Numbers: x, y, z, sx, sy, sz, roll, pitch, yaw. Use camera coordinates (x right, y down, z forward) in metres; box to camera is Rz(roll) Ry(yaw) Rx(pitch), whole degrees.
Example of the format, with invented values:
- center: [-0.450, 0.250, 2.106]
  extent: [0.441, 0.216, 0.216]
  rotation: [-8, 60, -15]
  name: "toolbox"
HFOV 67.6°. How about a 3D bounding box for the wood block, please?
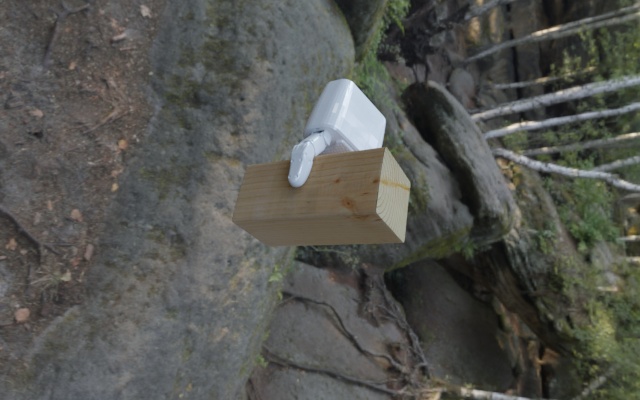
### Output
- center: [0.000, 0.002, 0.622]
  extent: [0.206, 0.090, 0.091]
  rotation: [-5, -31, 30]
  name: "wood block"
